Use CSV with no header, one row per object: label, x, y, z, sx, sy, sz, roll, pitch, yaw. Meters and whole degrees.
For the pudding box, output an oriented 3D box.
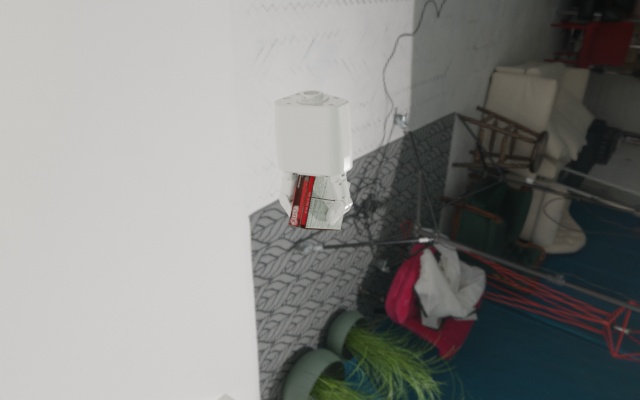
pudding box,0.000,0.003,0.782,0.039,0.090,0.113,14,3,35
